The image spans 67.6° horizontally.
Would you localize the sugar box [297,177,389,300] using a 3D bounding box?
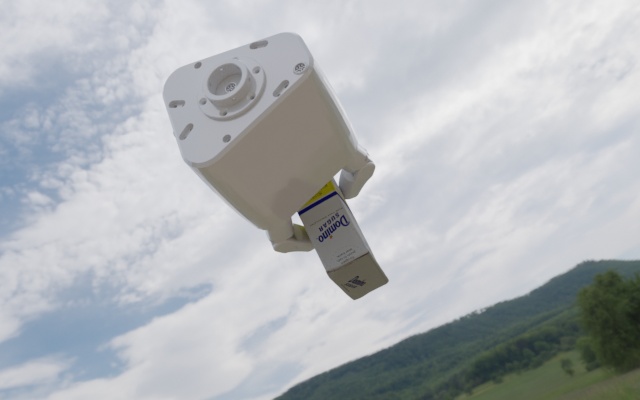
[{"bbox_3d":[-0.001,0.002,0.455,0.048,0.176,0.093,-28,-30,5],"label":"sugar box"}]
